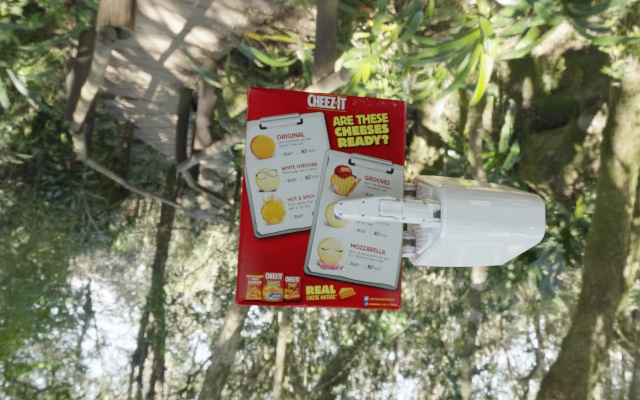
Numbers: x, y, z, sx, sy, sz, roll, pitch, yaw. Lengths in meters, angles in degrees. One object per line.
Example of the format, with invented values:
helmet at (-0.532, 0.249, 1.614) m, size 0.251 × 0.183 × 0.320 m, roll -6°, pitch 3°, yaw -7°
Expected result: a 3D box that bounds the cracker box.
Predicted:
cracker box at (0.000, 0.002, 0.497) m, size 0.164 × 0.213 × 0.072 m, roll 3°, pitch -7°, yaw -9°
